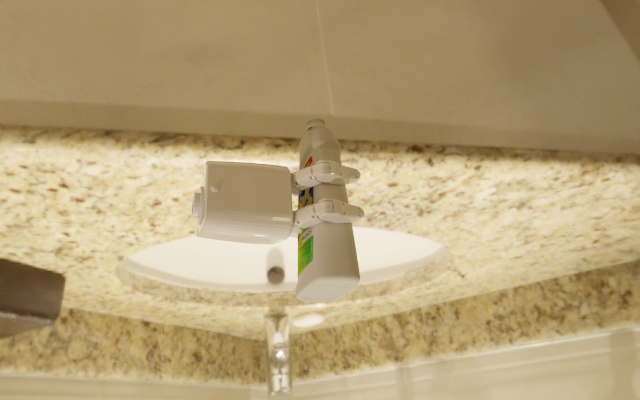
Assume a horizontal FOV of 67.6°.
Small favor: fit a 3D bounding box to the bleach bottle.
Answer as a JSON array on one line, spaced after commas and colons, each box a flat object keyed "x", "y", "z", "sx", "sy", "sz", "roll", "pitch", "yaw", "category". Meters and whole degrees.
[{"x": 0.000, "y": 0.002, "z": 0.653, "sx": 0.068, "sy": 0.250, "sz": 0.103, "roll": 5, "pitch": -29, "yaw": -20, "category": "bleach bottle"}]
